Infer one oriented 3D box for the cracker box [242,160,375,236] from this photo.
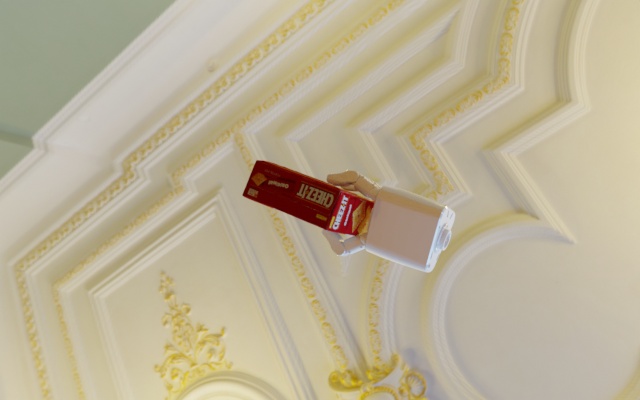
[{"bbox_3d":[0.000,0.003,0.808,0.164,0.072,0.214,20,1,27],"label":"cracker box"}]
